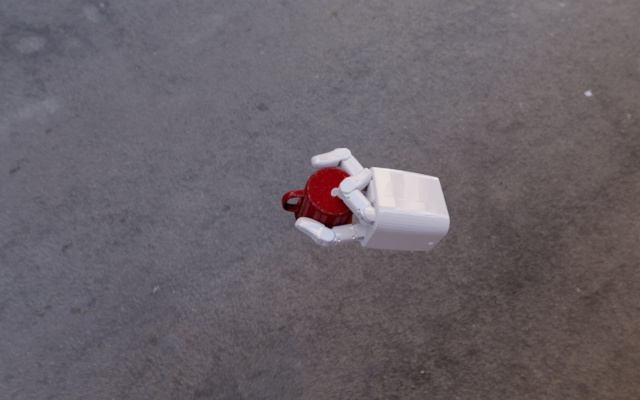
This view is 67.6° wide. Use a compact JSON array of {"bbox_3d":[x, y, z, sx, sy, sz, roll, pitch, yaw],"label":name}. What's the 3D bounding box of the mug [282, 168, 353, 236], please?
[{"bbox_3d":[-0.001,0.002,0.720,0.117,0.093,0.081,6,-29,-8],"label":"mug"}]
